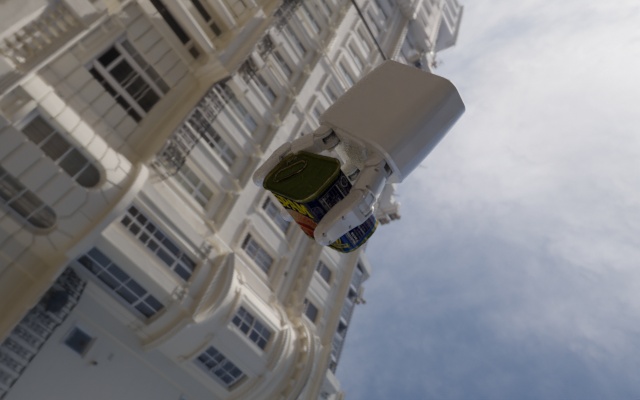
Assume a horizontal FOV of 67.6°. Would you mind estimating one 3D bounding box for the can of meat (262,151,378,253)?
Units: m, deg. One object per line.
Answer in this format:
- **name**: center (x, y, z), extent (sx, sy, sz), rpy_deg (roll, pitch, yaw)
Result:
- **can of meat**: center (0.000, 0.002, 0.490), extent (0.102, 0.057, 0.084), rpy_deg (20, -28, 56)
